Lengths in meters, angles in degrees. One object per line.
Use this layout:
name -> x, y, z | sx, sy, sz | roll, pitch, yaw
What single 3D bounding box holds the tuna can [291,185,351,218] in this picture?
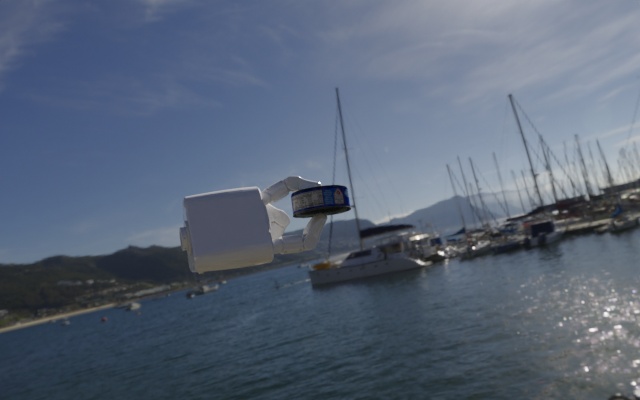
tuna can -> 0.000, 0.002, 0.698 | 0.086, 0.033, 0.086 | -7, -9, -1
